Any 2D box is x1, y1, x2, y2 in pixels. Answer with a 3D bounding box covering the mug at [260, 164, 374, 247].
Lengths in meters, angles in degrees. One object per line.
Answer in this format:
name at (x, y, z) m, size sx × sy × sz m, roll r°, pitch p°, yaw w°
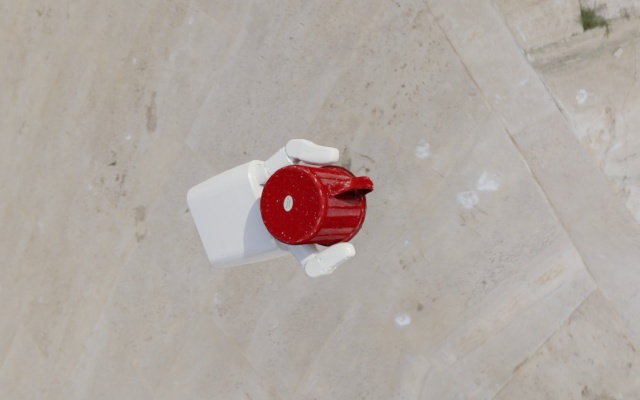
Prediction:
mug at (0.001, 0.001, 0.500) m, size 0.117 × 0.093 × 0.081 m, roll -20°, pitch -11°, yaw 29°
